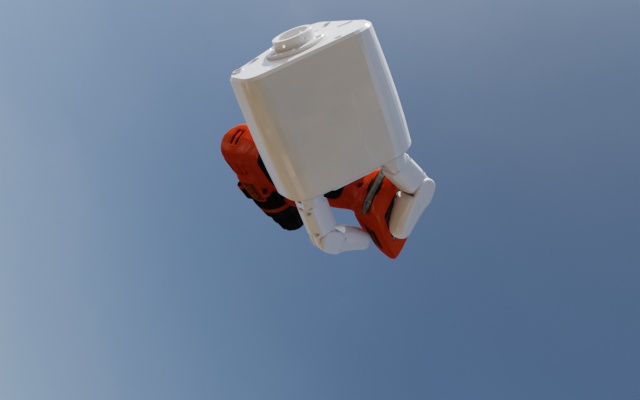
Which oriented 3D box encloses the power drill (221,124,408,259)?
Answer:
[{"bbox_3d":[0.000,0.002,0.511,0.187,0.057,0.184,16,-22,27],"label":"power drill"}]
